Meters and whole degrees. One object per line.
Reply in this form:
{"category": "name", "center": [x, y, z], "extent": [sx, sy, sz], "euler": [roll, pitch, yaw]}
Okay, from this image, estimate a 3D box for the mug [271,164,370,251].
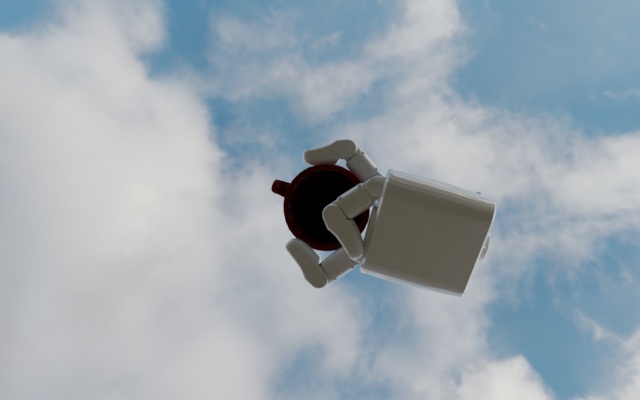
{"category": "mug", "center": [-0.001, 0.001, 0.545], "extent": [0.117, 0.093, 0.081], "euler": [18, 6, 7]}
